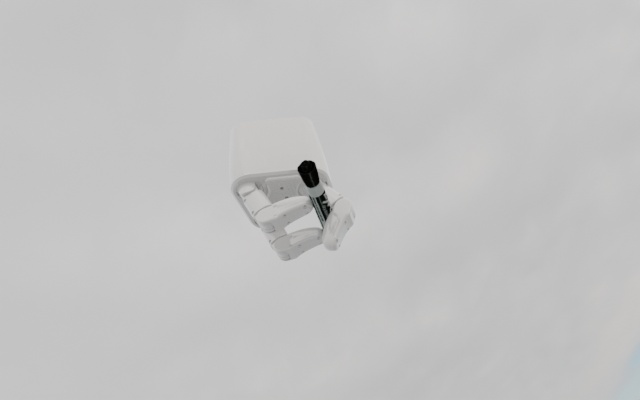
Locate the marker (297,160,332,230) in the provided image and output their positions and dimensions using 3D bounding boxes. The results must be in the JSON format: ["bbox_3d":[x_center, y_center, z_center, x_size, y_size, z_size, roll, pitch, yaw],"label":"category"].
[{"bbox_3d":[0.000,0.002,0.504,0.020,0.020,0.121,0,-39,19],"label":"marker"}]
